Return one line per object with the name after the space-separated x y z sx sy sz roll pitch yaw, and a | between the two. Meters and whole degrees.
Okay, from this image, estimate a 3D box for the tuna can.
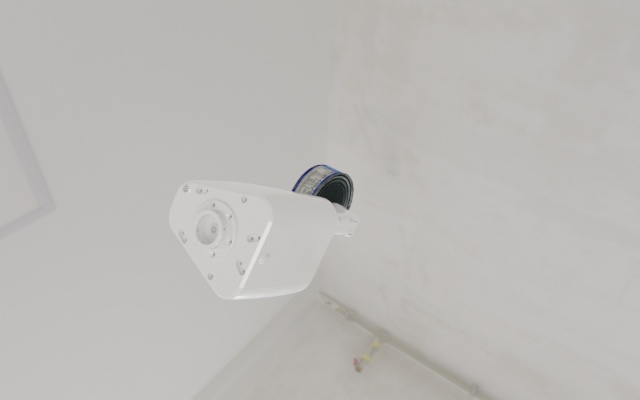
0.000 0.002 0.560 0.033 0.086 0.086 28 15 31 | tuna can
